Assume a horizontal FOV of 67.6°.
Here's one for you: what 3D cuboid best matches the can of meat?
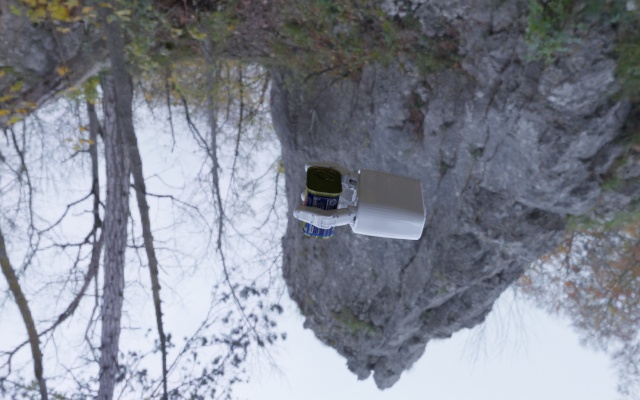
[{"bbox_3d":[0.000,0.003,0.780,0.057,0.084,0.102,7,26,-4],"label":"can of meat"}]
